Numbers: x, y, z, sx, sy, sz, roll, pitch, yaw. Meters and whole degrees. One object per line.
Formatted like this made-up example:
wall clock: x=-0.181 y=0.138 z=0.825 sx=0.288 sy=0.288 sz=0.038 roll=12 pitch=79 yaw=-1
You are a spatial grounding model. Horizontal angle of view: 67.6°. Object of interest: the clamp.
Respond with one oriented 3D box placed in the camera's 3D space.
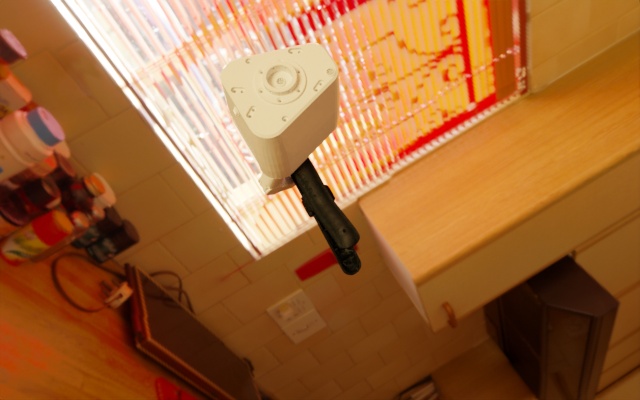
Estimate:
clamp: x=0.001 y=0.001 z=0.544 sx=0.039 sy=0.171 sz=0.120 roll=-29 pitch=-14 yaw=-13
